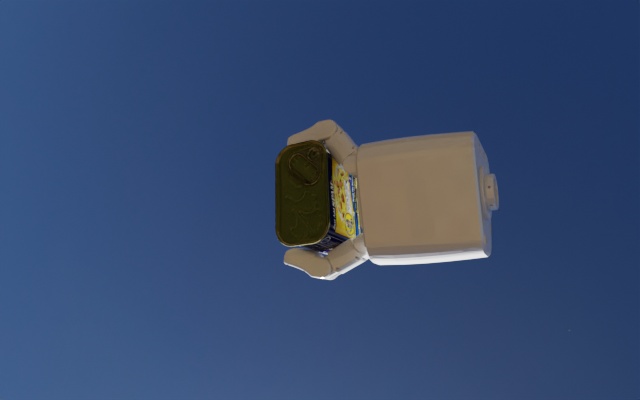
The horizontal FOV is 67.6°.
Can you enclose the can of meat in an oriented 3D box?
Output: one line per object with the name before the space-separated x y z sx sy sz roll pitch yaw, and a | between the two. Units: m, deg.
can of meat | 0.000 0.002 0.485 0.057 0.102 0.084 -10 -18 26
